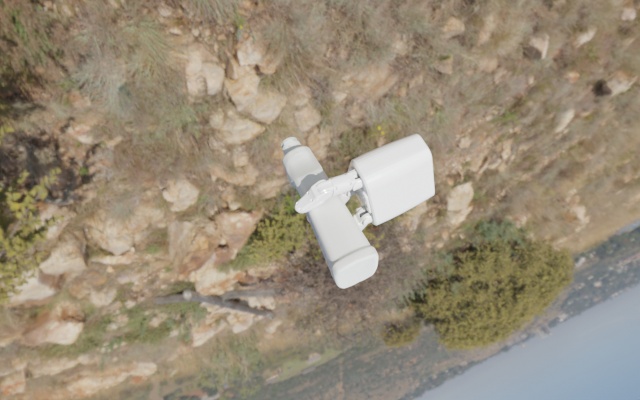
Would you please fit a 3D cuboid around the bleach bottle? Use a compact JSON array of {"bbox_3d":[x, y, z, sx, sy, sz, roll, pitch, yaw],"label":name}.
[{"bbox_3d":[0.000,0.002,0.719,0.068,0.250,0.103,-24,-25,-7],"label":"bleach bottle"}]
